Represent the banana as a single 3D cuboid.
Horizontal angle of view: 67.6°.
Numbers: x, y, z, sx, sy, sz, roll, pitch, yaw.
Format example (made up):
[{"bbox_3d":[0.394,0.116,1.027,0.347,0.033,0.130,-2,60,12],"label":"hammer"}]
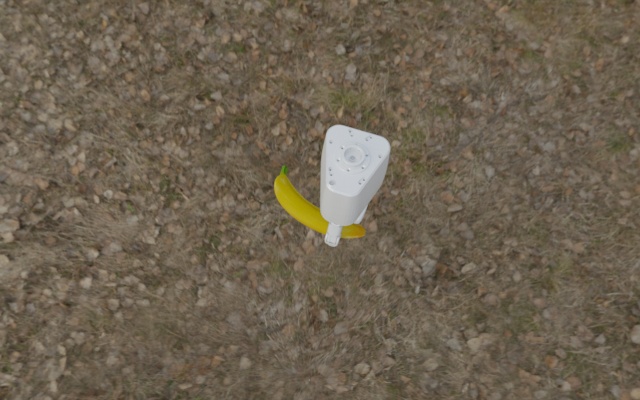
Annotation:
[{"bbox_3d":[-0.015,0.013,0.826,0.197,0.069,0.037,40,-22,16],"label":"banana"}]
